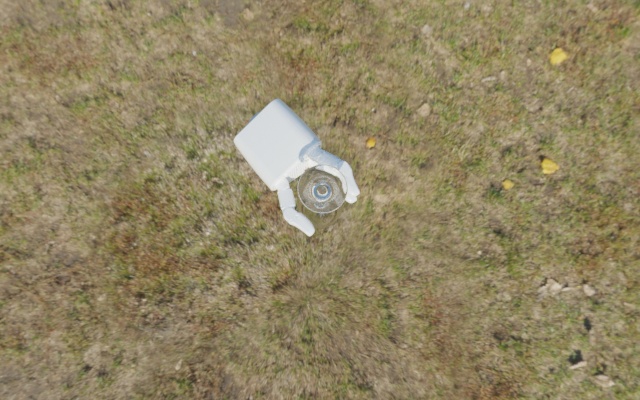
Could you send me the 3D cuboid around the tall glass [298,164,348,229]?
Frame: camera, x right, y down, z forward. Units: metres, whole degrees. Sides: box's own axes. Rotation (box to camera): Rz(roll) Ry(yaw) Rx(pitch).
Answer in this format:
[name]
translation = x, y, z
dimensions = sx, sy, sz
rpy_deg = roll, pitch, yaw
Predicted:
[tall glass]
translation = 0.000, 0.003, 0.800
dimensions = 0.079, 0.079, 0.201
rpy_deg = 0, -12, -2
